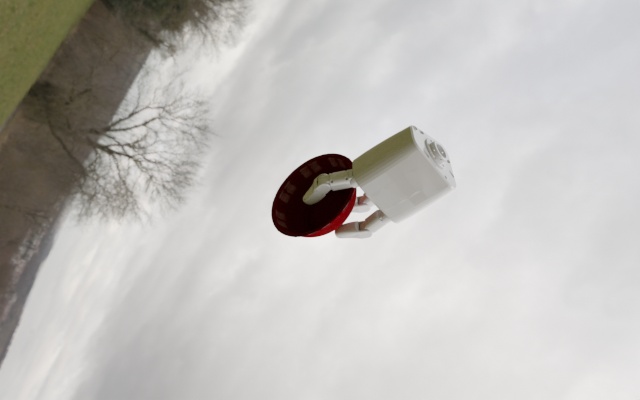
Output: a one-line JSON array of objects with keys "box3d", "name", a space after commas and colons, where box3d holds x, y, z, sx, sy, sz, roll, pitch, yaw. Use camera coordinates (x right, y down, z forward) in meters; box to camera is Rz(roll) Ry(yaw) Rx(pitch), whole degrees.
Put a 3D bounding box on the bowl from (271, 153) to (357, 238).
[{"box3d": [-0.001, 0.003, 0.775, 0.162, 0.162, 0.055, 0, -34, 39], "name": "bowl"}]
